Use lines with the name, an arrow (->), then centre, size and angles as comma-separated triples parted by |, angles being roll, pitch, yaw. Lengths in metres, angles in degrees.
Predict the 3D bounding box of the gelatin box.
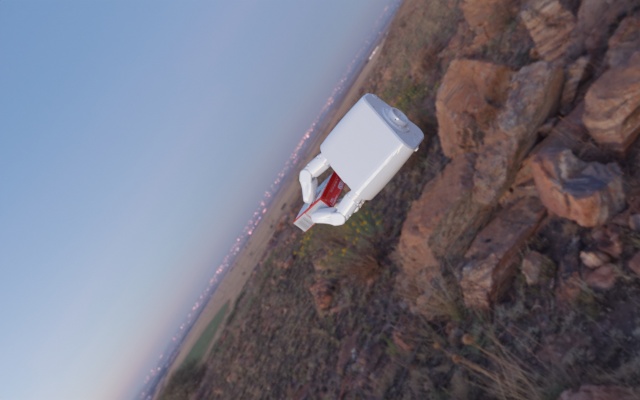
gelatin box -> 0.000, 0.002, 0.791 | 0.030, 0.073, 0.089 | 39, -46, -10
